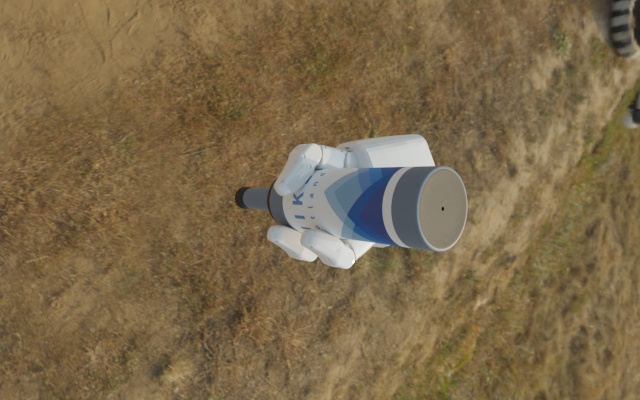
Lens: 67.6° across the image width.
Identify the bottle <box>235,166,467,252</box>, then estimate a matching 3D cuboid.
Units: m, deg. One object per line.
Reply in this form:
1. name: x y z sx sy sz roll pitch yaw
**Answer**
1. bottle: 0.000 0.002 0.479 0.069 0.069 0.295 0 2 -40
